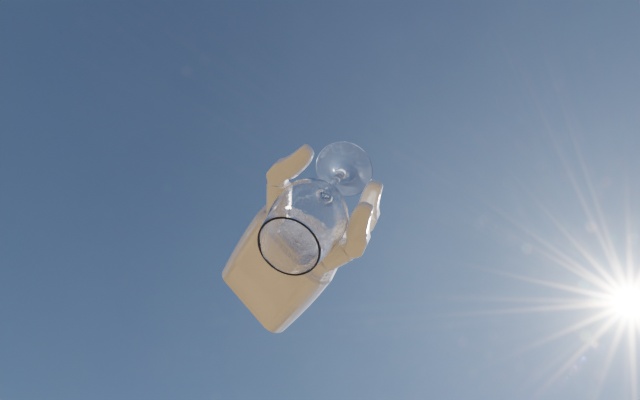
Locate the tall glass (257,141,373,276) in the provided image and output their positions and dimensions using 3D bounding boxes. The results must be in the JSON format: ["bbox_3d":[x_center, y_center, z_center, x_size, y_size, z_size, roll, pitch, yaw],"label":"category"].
[{"bbox_3d":[0.000,0.001,0.519,0.079,0.079,0.201,0,24,19],"label":"tall glass"}]
